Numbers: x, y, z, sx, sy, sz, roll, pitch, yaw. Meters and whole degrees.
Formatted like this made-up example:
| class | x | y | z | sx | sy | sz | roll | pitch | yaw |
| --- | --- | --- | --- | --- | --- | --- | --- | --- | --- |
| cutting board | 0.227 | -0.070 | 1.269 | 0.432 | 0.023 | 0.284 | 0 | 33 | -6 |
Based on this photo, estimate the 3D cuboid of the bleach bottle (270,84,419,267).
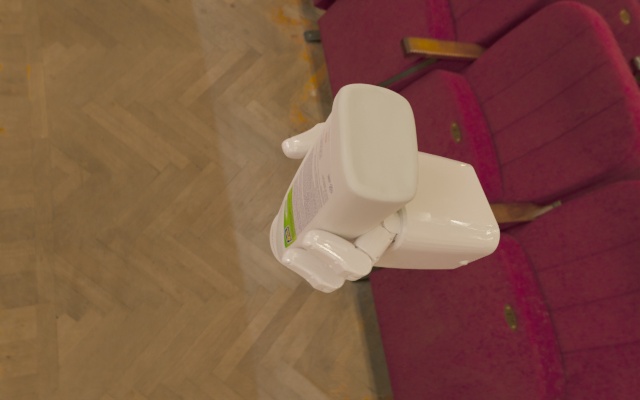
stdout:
| class | x | y | z | sx | sy | sz | roll | pitch | yaw |
| --- | --- | --- | --- | --- | --- | --- | --- | --- | --- |
| bleach bottle | 0.000 | 0.002 | 0.458 | 0.068 | 0.102 | 0.251 | 8 | -24 | -20 |
